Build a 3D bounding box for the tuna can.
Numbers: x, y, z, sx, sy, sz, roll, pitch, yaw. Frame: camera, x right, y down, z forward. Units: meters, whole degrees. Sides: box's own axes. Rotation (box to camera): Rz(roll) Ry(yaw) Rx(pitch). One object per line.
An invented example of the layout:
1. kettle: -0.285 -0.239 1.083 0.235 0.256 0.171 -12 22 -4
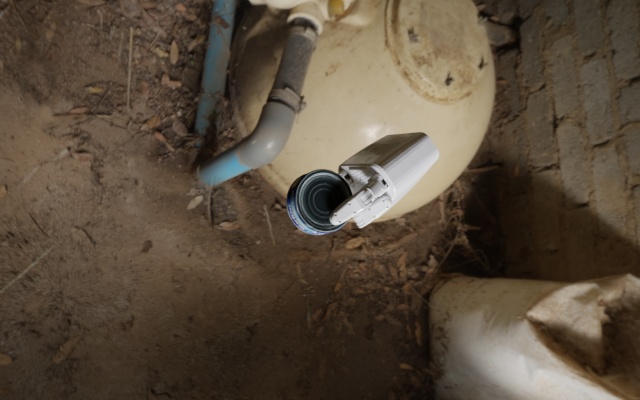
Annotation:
1. tuna can: 0.000 0.002 0.632 0.086 0.086 0.034 0 -7 -23
